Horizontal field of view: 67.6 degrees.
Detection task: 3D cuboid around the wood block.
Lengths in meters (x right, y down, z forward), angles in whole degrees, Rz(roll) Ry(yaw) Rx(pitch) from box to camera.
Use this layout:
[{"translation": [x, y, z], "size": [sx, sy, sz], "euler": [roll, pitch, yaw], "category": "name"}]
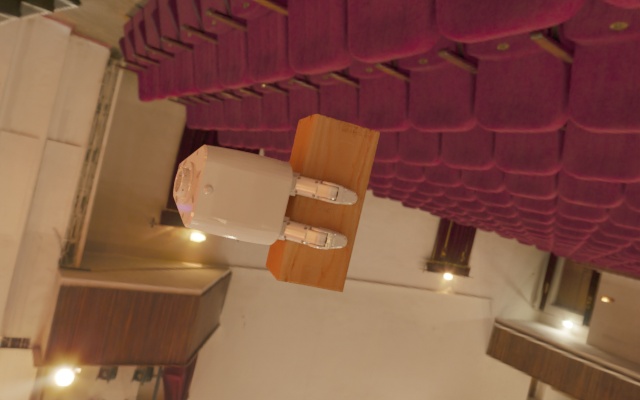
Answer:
[{"translation": [0.000, 0.002, 0.626], "size": [0.090, 0.206, 0.091], "euler": [13, 1, -17], "category": "wood block"}]
